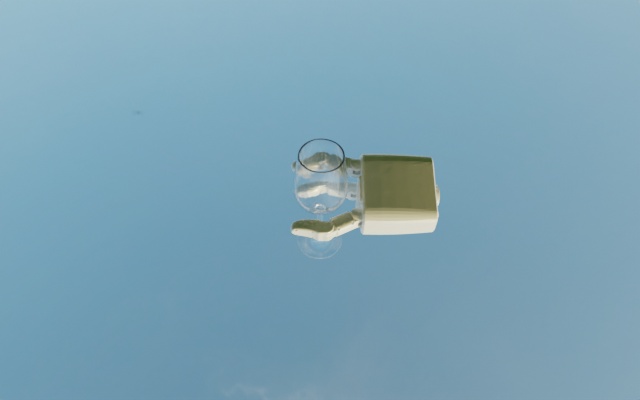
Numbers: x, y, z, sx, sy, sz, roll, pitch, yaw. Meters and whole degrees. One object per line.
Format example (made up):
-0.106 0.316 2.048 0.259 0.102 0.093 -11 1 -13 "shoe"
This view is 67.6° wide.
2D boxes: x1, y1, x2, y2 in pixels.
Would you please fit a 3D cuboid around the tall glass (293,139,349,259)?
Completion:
0.000 0.003 0.697 0.079 0.079 0.201 0 -38 0 "tall glass"
